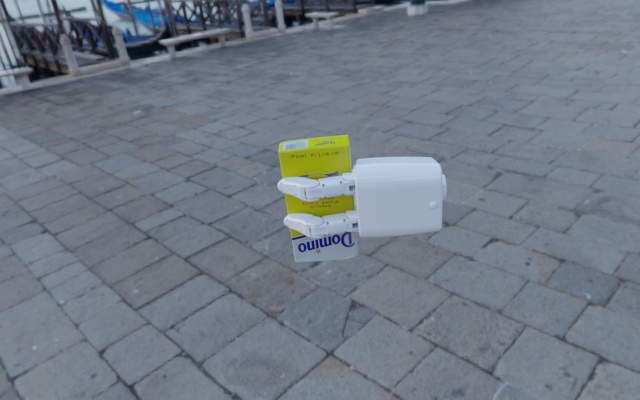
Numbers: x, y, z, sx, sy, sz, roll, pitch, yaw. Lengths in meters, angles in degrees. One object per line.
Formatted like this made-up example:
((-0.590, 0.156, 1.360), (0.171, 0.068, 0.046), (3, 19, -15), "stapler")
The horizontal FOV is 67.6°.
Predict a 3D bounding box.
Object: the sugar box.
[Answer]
((0.000, 0.002, 0.656), (0.093, 0.176, 0.048), (-5, 27, 4), "sugar box")
